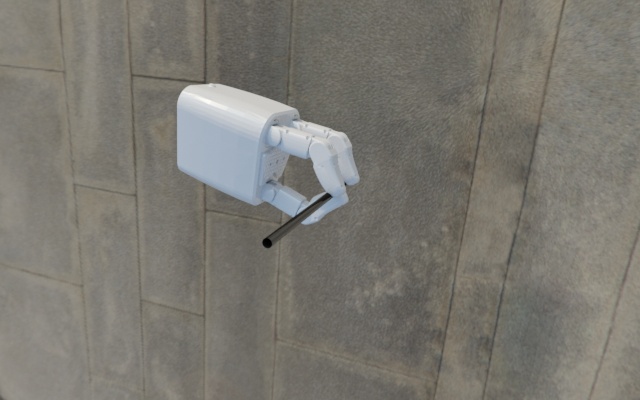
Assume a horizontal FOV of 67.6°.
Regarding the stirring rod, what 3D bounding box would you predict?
[{"bbox_3d":[0.000,0.001,0.460,0.011,0.011,0.239,0,14,20],"label":"stirring rod"}]
